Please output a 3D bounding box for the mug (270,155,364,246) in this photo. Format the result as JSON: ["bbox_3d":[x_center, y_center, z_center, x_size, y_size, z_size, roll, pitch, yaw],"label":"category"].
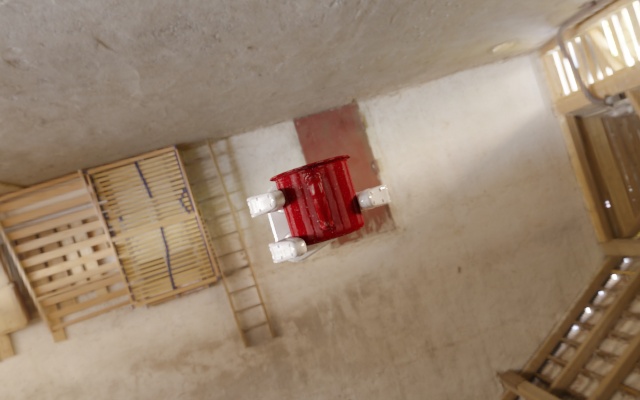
[{"bbox_3d":[0.000,0.002,0.516,0.093,0.081,0.117,-17,0,-3],"label":"mug"}]
